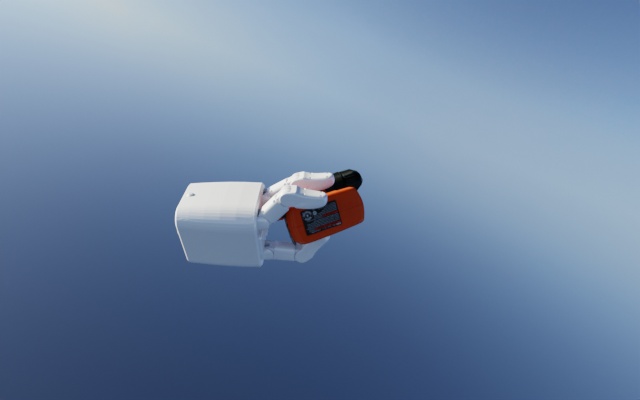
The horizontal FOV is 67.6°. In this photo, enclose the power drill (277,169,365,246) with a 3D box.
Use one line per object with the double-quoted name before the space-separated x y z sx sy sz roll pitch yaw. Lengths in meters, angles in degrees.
"power drill" 0.000 0.002 0.715 0.184 0.057 0.187 -21 12 -11
